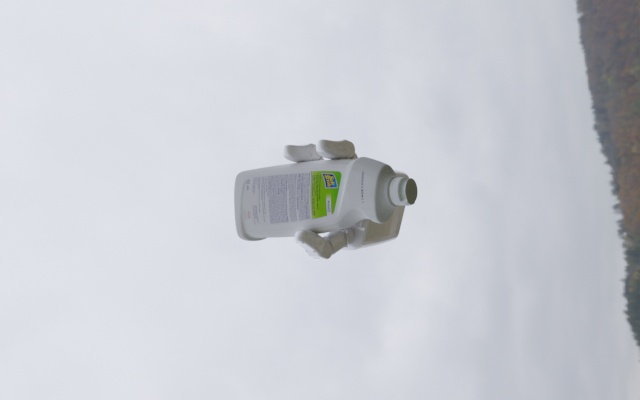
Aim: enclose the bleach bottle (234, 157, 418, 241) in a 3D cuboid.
[{"bbox_3d":[0.000,0.002,0.589,0.251,0.102,0.068,-2,2,38],"label":"bleach bottle"}]
